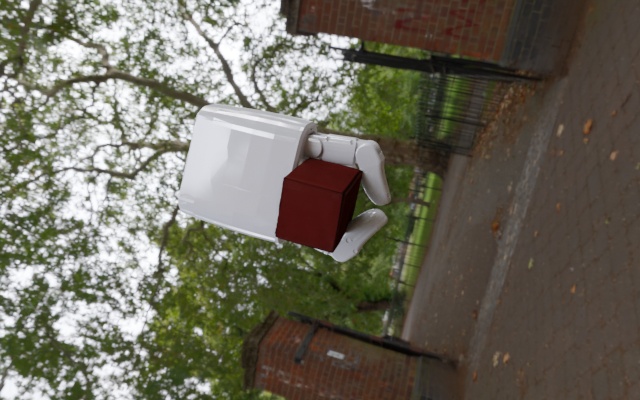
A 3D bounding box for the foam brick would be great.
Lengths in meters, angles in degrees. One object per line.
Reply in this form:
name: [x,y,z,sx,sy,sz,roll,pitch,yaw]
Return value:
foam brick: [0.000,0.001,0.404,0.051,0.053,0.078,15,20,10]
